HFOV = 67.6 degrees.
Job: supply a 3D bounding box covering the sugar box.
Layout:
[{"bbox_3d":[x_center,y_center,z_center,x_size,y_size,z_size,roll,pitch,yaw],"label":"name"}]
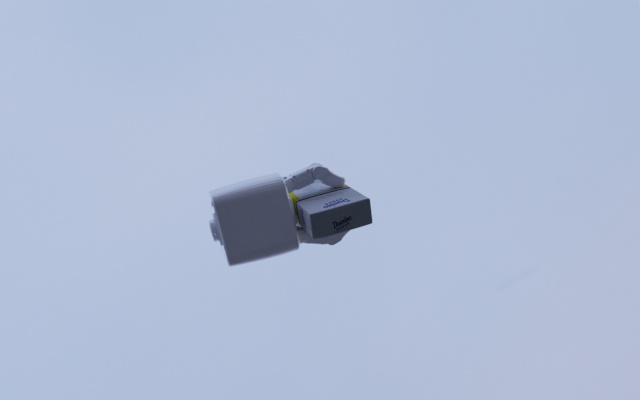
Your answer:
[{"bbox_3d":[0.000,0.003,0.733,0.093,0.048,0.176,-15,23,-16],"label":"sugar box"}]
